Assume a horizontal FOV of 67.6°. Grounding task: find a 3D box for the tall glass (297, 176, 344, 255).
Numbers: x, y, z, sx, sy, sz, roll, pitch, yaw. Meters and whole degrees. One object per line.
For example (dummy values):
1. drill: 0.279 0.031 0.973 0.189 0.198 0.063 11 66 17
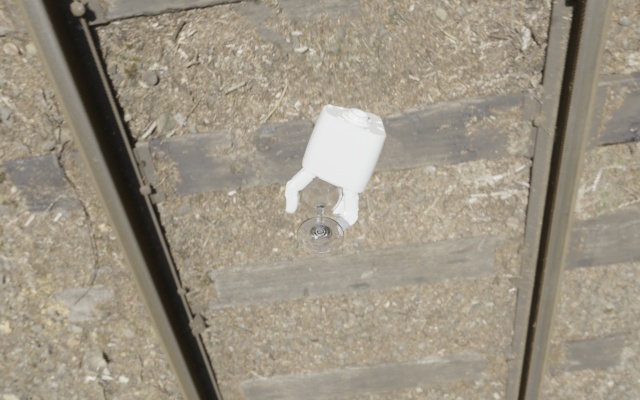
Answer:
1. tall glass: 0.000 0.003 0.828 0.079 0.079 0.201 0 32 0
